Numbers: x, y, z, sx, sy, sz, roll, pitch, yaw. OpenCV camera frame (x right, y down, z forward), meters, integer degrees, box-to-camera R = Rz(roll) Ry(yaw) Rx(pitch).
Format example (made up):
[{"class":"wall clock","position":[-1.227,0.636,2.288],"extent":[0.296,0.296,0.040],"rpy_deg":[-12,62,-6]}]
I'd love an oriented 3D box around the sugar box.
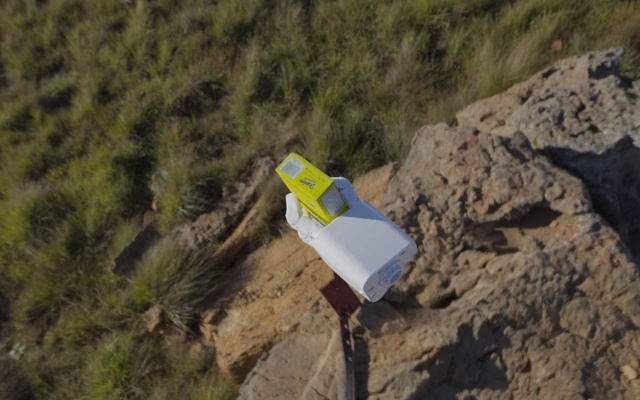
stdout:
[{"class":"sugar box","position":[0.000,0.003,0.766],"extent":[0.093,0.048,0.176],"rpy_deg":[37,-13,31]}]
